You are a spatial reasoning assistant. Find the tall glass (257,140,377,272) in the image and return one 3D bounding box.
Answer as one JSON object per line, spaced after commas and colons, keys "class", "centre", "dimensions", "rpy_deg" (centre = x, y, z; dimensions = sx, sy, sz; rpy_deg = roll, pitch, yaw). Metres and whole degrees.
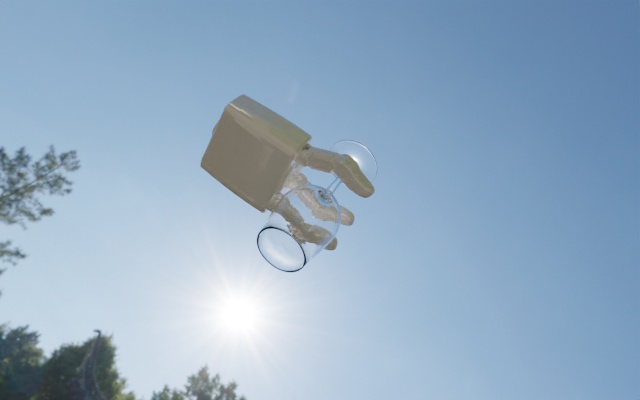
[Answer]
{"class": "tall glass", "centre": [0.001, 0.002, 0.590], "dimensions": [0.079, 0.079, 0.201], "rpy_deg": [0, 32, 31]}
